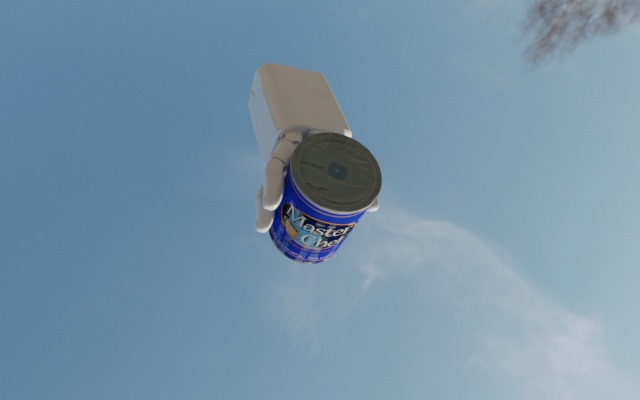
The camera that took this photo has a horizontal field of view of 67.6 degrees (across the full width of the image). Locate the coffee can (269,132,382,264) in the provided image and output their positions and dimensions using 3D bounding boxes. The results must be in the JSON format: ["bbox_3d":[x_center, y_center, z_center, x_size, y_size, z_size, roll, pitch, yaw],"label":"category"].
[{"bbox_3d":[0.000,0.002,0.570,0.103,0.102,0.140,0,-30,-18],"label":"coffee can"}]
